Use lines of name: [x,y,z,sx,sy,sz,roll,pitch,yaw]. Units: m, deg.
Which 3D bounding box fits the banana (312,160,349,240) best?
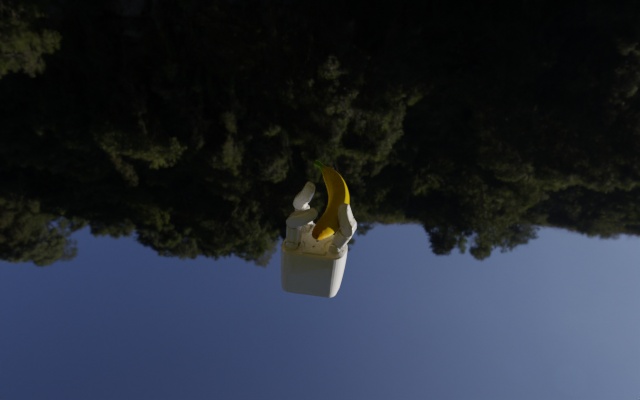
banana: [0.018,0.003,0.851,0.069,0.037,0.197,8,41,-7]
